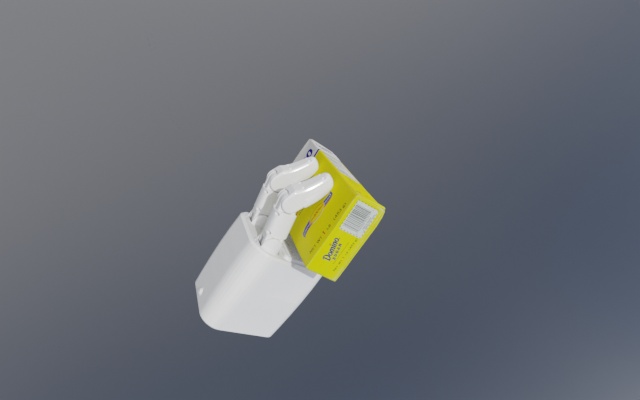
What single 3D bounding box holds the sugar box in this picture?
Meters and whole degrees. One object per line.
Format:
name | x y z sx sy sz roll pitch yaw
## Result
sugar box | 0.000 0.002 0.541 0.048 0.093 0.176 29 13 -30
